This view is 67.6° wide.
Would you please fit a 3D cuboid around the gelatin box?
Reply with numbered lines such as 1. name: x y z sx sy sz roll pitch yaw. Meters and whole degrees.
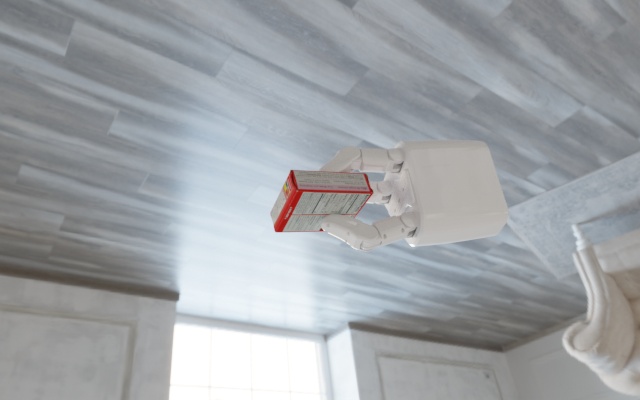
1. gelatin box: 0.000 0.002 0.502 0.089 0.030 0.073 0 -37 -26
